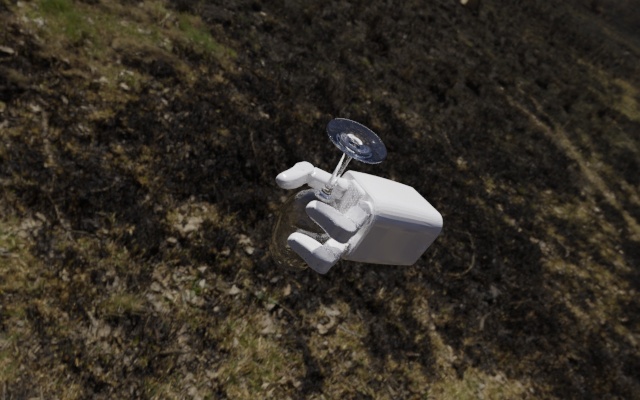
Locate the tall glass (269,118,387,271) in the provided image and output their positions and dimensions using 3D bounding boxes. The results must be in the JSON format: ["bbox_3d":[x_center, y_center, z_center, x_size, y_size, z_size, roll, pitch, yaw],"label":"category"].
[{"bbox_3d":[0.000,0.001,0.584,0.079,0.079,0.201,0,-44,-35],"label":"tall glass"}]
